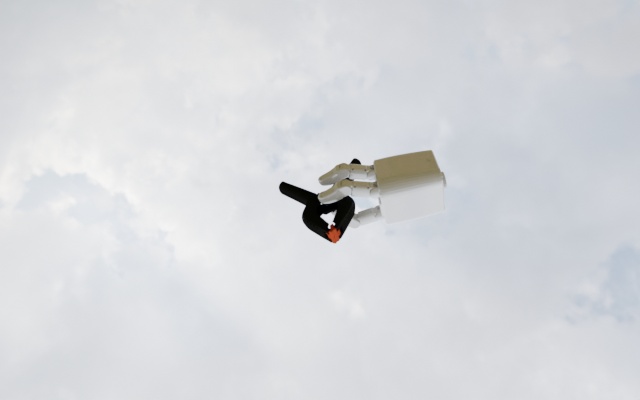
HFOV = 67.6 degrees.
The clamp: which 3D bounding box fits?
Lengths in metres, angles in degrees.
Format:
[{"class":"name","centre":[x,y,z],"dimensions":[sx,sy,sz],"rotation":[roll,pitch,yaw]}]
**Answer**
[{"class":"clamp","centre":[0.001,0.004,0.848],"dimensions":[0.164,0.036,0.209],"rotation":[-15,35,10]}]
